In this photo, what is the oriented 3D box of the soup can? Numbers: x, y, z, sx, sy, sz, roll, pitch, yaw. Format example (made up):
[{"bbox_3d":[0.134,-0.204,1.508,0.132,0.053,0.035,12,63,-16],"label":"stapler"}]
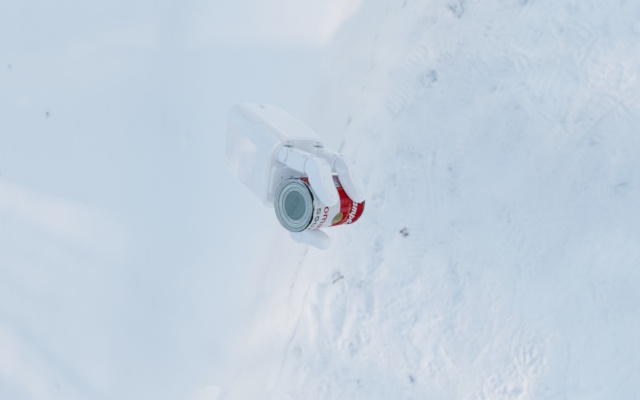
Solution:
[{"bbox_3d":[0.000,0.002,0.606,0.068,0.068,0.102,0,4,42],"label":"soup can"}]
